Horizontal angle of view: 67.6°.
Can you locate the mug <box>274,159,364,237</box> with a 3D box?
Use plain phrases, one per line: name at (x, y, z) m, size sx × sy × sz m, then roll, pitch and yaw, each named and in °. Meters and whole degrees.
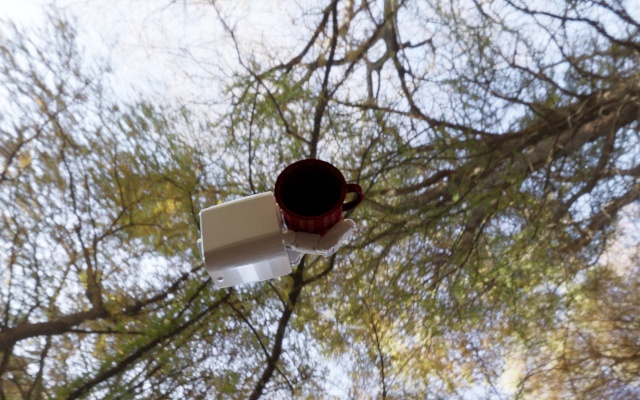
mug at (0.002, 0.002, 0.642) m, size 0.117 × 0.093 × 0.081 m, roll -12°, pitch -30°, yaw -5°
